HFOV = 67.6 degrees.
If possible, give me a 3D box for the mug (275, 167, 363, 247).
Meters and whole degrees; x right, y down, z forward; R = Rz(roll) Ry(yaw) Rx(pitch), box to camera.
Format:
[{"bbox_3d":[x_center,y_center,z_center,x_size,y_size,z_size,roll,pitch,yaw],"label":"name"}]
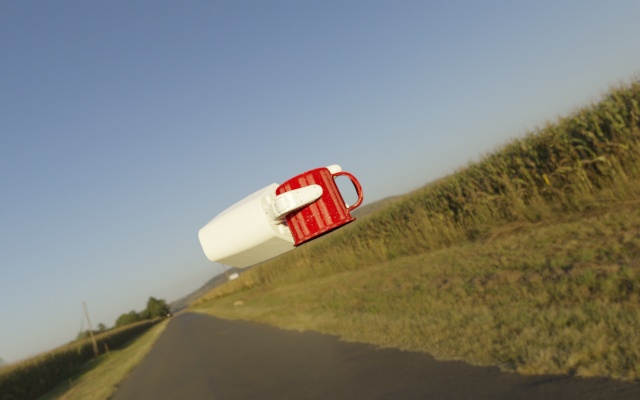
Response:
[{"bbox_3d":[0.001,0.001,0.640,0.117,0.081,0.093,-26,-7,16],"label":"mug"}]
